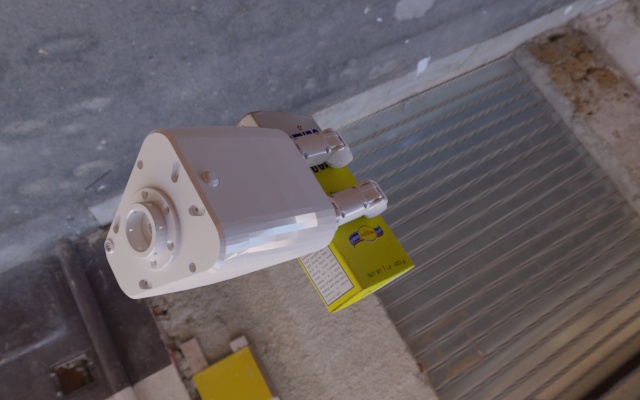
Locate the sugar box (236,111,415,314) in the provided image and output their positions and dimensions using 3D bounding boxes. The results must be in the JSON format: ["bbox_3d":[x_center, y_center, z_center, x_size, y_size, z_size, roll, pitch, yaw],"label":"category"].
[{"bbox_3d":[0.000,0.001,0.414,0.048,0.176,0.093,-40,-17,31],"label":"sugar box"}]
